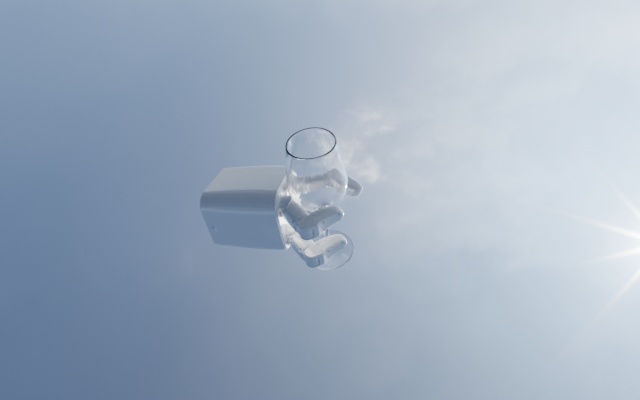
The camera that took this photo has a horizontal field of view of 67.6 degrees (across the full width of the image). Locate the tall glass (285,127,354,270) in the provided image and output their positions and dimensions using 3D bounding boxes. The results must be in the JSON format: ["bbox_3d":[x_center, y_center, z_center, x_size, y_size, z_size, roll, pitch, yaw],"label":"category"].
[{"bbox_3d":[0.000,0.003,0.635,0.079,0.201,0.079,-5,44,4],"label":"tall glass"}]
